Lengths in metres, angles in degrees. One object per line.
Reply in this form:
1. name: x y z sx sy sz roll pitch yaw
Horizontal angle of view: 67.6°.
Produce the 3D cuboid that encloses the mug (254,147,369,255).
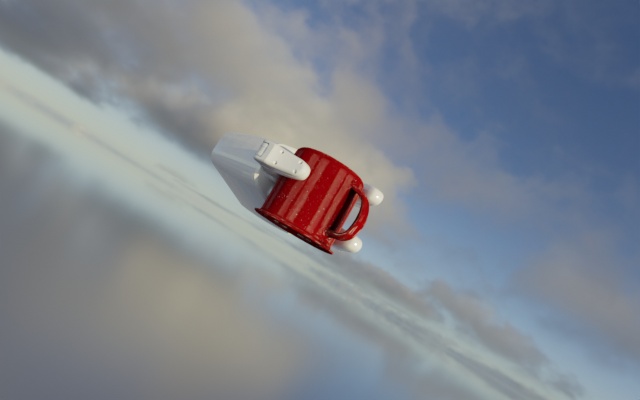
1. mug: 0.001 0.002 0.487 0.117 0.081 0.093 22 -12 43
